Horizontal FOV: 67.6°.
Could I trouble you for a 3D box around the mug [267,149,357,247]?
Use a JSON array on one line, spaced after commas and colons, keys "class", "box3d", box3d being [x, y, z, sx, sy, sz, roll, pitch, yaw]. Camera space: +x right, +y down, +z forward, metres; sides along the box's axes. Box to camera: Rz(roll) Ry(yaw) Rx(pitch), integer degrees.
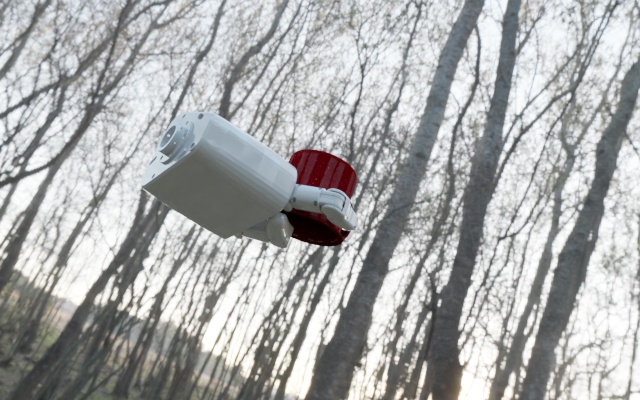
[{"class": "mug", "box3d": [0.001, 0.002, 0.544, 0.093, 0.081, 0.117, -5, -32, 46]}]
